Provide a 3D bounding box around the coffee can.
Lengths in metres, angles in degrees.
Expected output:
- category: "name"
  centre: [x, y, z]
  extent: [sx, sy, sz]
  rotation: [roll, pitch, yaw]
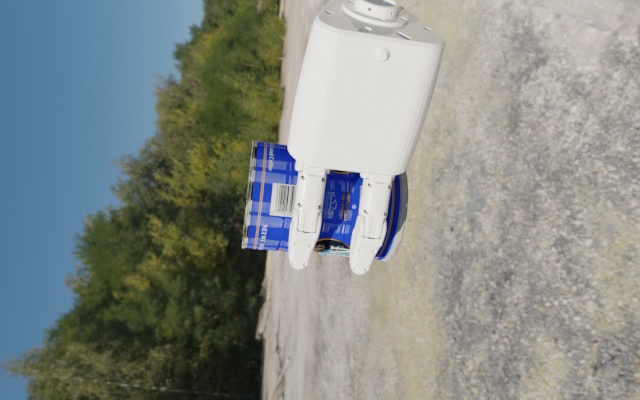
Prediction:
- category: "coffee can"
  centre: [0.000, 0.002, 0.458]
  extent: [0.140, 0.103, 0.103]
  rotation: [6, -1, -9]
